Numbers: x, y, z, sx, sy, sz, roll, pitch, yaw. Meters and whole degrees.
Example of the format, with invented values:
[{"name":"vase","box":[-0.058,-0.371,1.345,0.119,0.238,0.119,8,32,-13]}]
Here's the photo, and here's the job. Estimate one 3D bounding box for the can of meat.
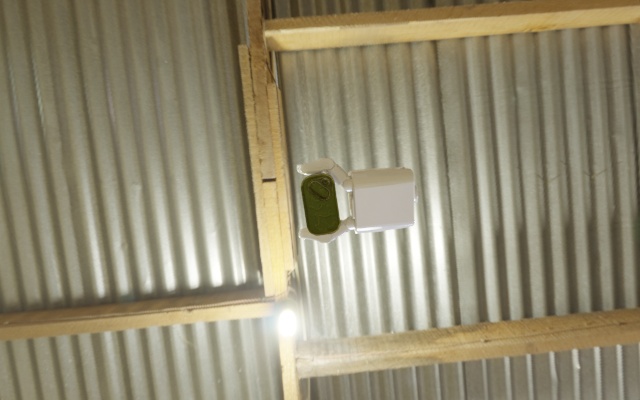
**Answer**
[{"name":"can of meat","box":[0.000,0.003,0.827,0.057,0.102,0.084,-9,7,1]}]
